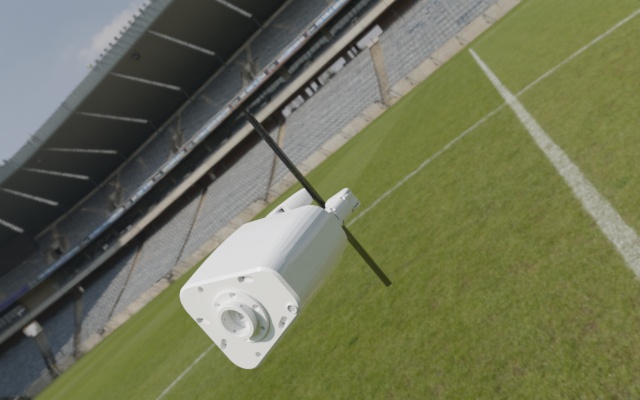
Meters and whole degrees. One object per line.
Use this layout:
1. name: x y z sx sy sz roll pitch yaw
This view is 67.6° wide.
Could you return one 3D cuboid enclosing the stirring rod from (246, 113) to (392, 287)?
1. stirring rod: 0.000 0.002 0.519 0.011 0.239 0.011 -39 6 5
